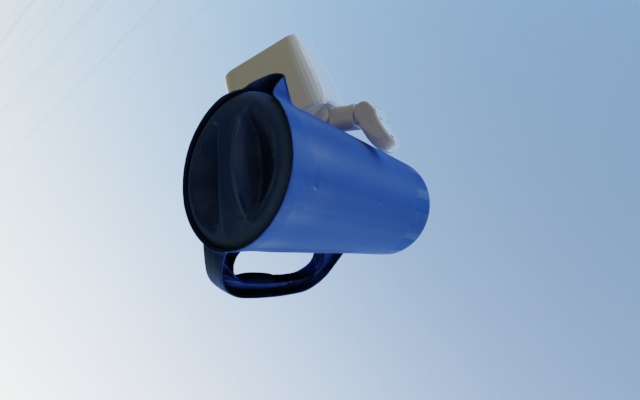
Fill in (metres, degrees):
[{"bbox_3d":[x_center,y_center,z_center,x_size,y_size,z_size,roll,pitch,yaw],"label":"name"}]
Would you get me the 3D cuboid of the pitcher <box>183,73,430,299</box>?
[{"bbox_3d":[0.000,0.001,0.460,0.149,0.145,0.243,-37,-31,30],"label":"pitcher"}]
